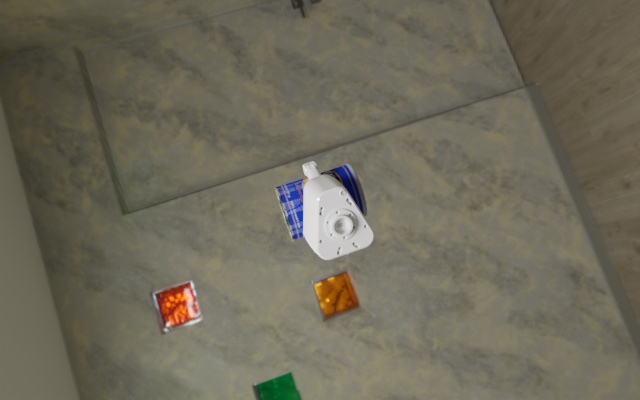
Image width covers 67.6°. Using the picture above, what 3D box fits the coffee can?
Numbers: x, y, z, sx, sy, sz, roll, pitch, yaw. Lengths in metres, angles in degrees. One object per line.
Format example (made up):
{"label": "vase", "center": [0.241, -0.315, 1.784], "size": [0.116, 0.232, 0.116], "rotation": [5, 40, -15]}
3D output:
{"label": "coffee can", "center": [0.000, 0.003, 0.861], "size": [0.140, 0.103, 0.103], "rotation": [-18, 2, -7]}
